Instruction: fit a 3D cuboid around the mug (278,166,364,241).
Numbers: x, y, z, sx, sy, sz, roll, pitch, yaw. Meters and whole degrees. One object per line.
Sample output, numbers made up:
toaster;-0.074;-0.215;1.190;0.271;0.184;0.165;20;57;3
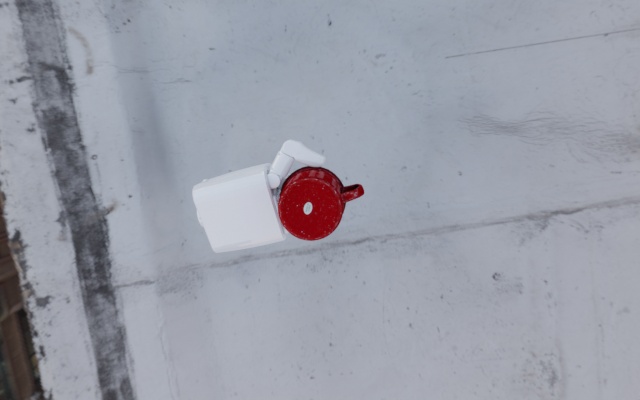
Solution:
mug;0.002;0.002;0.621;0.117;0.093;0.081;-13;9;4
